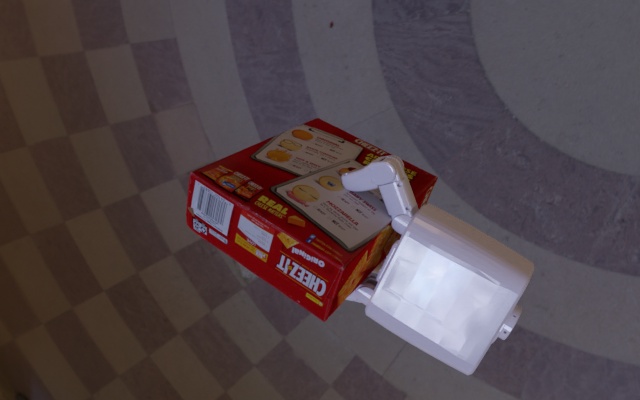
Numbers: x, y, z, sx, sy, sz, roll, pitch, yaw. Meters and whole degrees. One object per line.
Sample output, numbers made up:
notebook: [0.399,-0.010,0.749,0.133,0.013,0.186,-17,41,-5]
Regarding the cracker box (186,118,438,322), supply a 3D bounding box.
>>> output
cracker box: [0.000,0.001,0.482,0.164,0.072,0.213,30,35,19]
